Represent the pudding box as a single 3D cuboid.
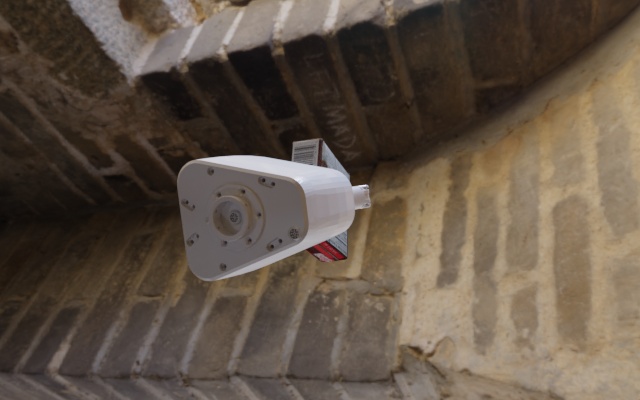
[{"bbox_3d":[0.000,0.002,0.526,0.039,0.113,0.090,-6,-26,22],"label":"pudding box"}]
